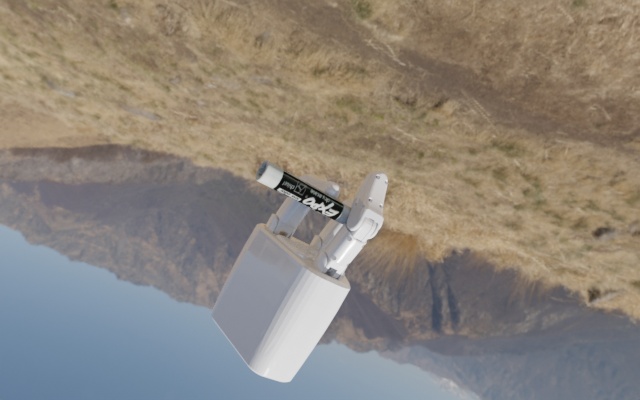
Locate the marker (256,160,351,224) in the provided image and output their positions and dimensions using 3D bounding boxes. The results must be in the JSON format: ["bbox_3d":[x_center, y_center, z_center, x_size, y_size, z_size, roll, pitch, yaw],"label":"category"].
[{"bbox_3d":[0.000,0.001,0.409,0.121,0.020,0.020,28,-14,-27],"label":"marker"}]
